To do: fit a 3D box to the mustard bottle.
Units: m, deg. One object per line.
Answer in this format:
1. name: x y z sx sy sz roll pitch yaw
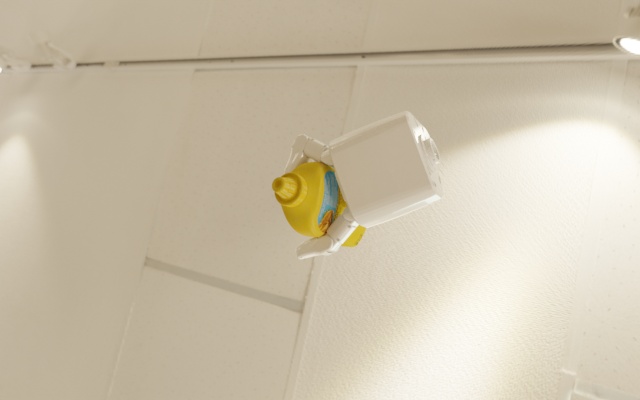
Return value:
1. mustard bottle: 0.000 0.002 0.626 0.058 0.096 0.192 5 -9 32
